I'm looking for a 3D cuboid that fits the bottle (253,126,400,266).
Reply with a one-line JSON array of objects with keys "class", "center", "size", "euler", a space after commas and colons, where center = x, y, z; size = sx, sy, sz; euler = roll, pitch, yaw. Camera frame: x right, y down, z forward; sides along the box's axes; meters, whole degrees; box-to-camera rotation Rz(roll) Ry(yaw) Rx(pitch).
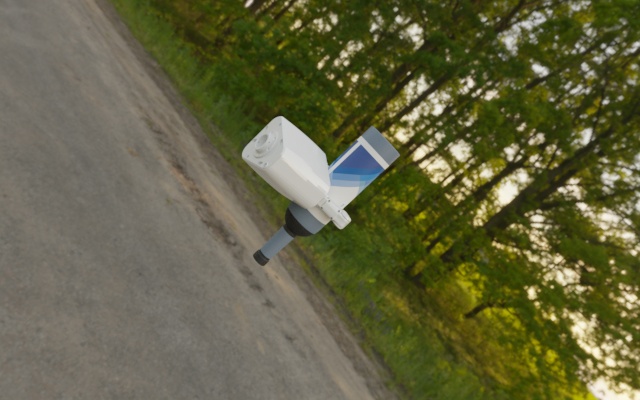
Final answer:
[{"class": "bottle", "center": [0.000, 0.002, 0.794], "size": [0.296, 0.069, 0.069], "euler": [-43, -8, 8]}]
